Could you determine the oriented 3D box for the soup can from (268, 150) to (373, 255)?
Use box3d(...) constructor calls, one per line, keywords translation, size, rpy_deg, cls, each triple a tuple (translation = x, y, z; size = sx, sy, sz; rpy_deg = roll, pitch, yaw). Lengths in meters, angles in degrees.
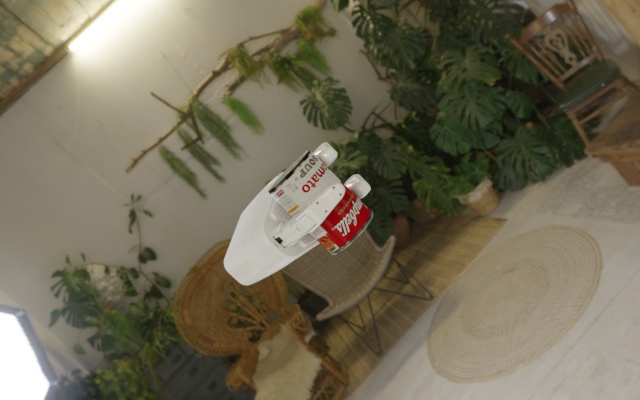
box3d(translation=(0.000, 0.001, 0.537), size=(0.102, 0.068, 0.068), rpy_deg=(44, -8, -8), cls="soup can")
